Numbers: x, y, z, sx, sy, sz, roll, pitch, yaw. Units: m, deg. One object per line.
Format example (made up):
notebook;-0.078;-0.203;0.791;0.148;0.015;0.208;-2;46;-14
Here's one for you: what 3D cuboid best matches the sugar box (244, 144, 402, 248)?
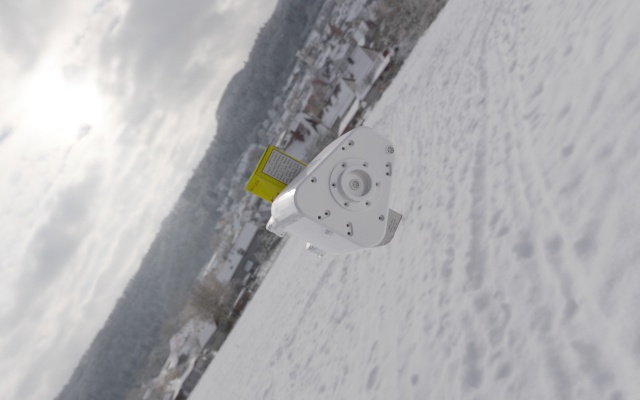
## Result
sugar box;0.000;0.002;0.578;0.176;0.048;0.093;29;-16;-9
